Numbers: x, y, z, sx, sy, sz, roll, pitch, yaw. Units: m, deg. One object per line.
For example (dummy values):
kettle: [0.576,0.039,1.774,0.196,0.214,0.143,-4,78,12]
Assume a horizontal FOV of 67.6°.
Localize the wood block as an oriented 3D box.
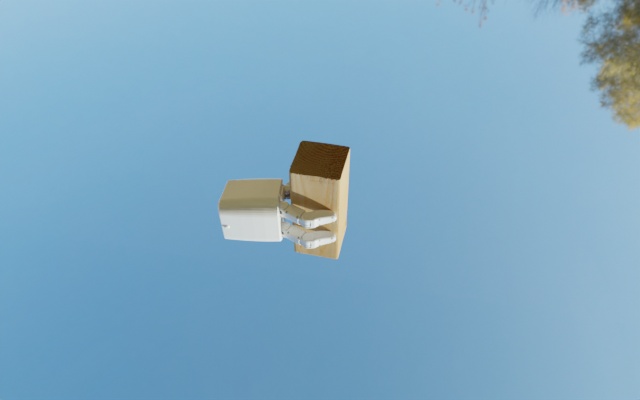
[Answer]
wood block: [0.000,0.003,0.874,0.090,0.206,0.090,9,46,9]
